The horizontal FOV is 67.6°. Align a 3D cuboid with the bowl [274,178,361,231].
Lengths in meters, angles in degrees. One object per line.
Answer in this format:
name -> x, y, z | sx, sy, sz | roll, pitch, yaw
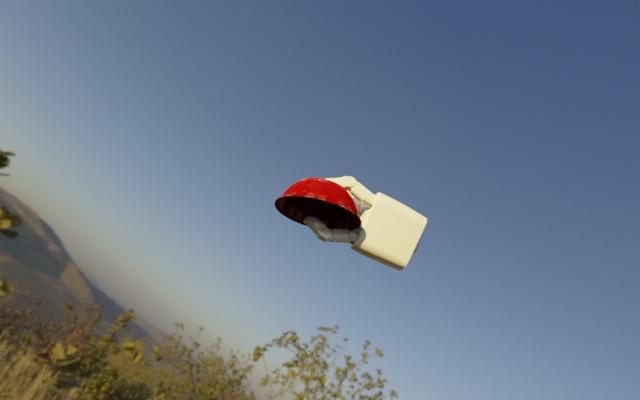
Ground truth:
bowl -> -0.001, 0.002, 0.873 | 0.162, 0.055, 0.162 | 12, -21, 5
